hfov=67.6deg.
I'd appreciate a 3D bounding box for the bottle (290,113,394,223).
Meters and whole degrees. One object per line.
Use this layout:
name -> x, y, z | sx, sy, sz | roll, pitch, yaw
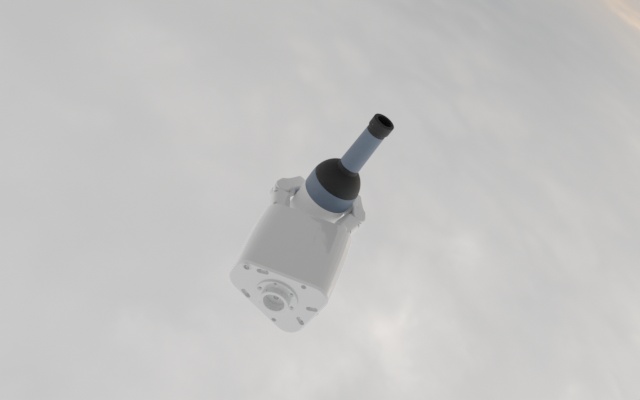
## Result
bottle -> 0.000, 0.002, 0.633 | 0.069, 0.069, 0.296 | 0, -39, -40
